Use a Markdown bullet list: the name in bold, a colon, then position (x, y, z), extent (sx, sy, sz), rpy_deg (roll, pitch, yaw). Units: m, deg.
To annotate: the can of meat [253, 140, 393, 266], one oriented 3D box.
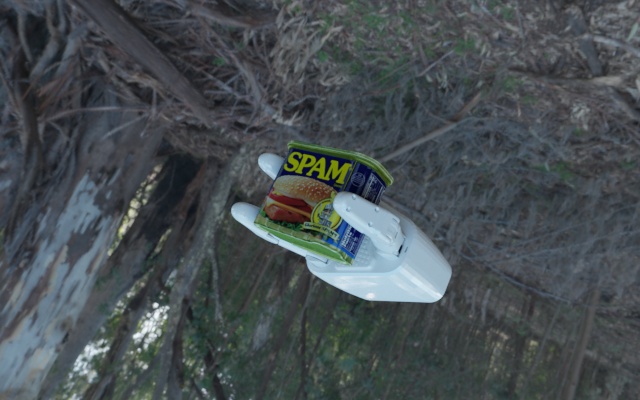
- **can of meat**: position (0.000, 0.002, 0.421), extent (0.102, 0.084, 0.057), rpy_deg (16, -15, 37)
